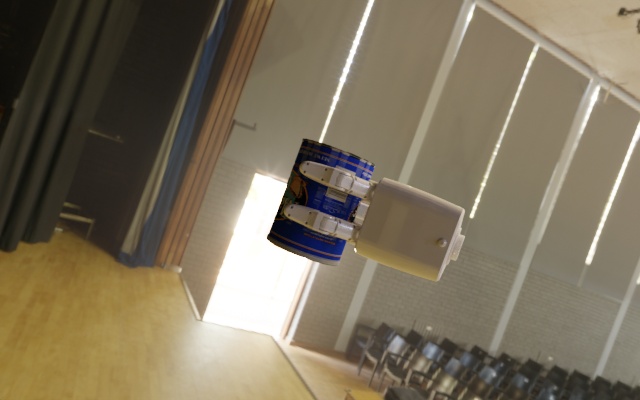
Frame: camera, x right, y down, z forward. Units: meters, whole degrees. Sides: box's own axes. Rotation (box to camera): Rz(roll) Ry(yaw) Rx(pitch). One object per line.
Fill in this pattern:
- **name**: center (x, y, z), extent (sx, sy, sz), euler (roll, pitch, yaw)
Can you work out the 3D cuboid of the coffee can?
- **coffee can**: center (0.000, 0.002, 0.629), extent (0.103, 0.140, 0.103), euler (20, 2, -1)
